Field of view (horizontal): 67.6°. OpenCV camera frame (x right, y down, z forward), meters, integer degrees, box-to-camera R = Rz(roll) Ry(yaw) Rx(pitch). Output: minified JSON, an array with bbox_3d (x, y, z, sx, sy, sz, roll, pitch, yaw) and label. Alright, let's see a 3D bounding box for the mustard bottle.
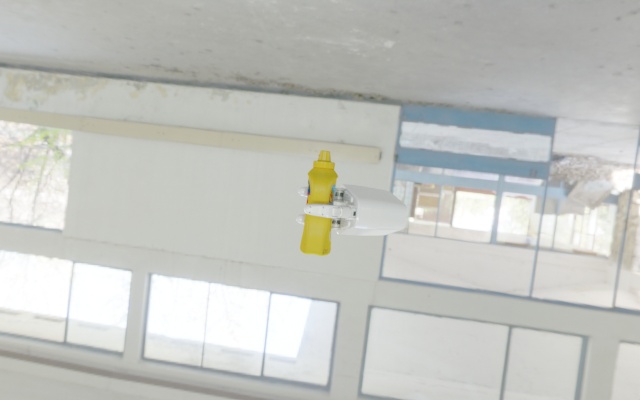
[{"bbox_3d":[0.000,0.003,0.891,0.058,0.191,0.096,6,3,5],"label":"mustard bottle"}]
